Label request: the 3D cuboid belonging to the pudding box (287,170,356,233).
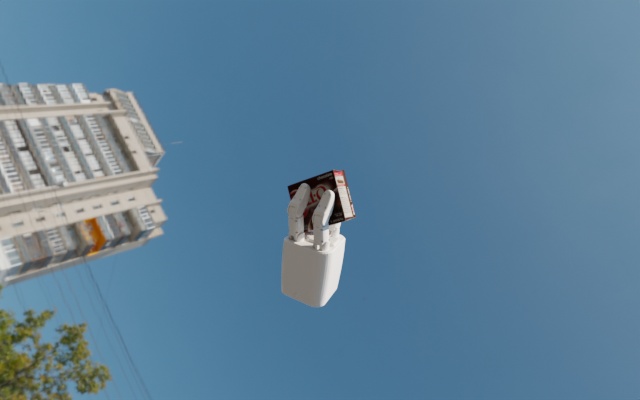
[{"bbox_3d":[0.000,0.003,0.841,0.113,0.090,0.039,-18,-5,36],"label":"pudding box"}]
